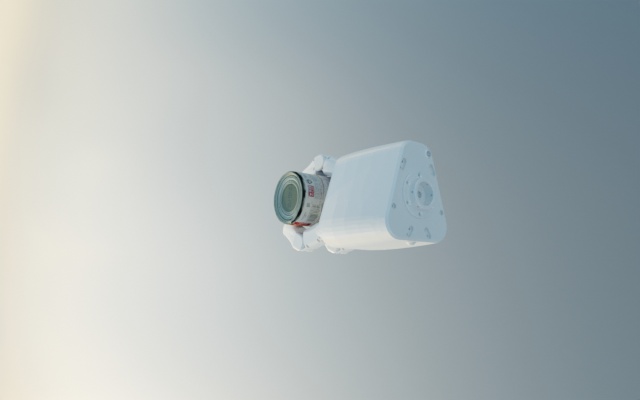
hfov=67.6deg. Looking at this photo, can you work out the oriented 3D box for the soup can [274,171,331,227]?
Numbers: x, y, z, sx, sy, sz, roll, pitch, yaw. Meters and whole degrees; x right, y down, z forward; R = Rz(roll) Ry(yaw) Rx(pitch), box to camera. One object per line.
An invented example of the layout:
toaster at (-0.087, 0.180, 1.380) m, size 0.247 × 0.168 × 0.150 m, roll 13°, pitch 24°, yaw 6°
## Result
soup can at (0.000, 0.002, 0.613) m, size 0.102 × 0.068 × 0.068 m, roll 8°, pitch -5°, yaw -36°
